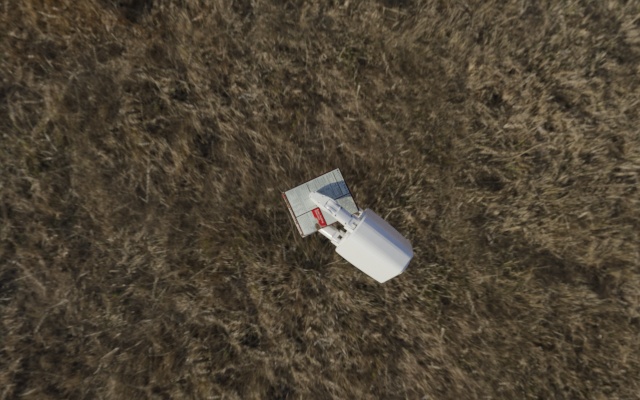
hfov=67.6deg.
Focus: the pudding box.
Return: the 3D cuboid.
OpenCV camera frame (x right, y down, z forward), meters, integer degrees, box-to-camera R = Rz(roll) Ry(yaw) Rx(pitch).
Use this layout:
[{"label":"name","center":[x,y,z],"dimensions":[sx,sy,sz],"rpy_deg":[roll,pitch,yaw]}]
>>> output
[{"label":"pudding box","center":[0.000,0.003,0.849],"dimensions":[0.113,0.090,0.039],"rpy_deg":[-24,-2,-7]}]
